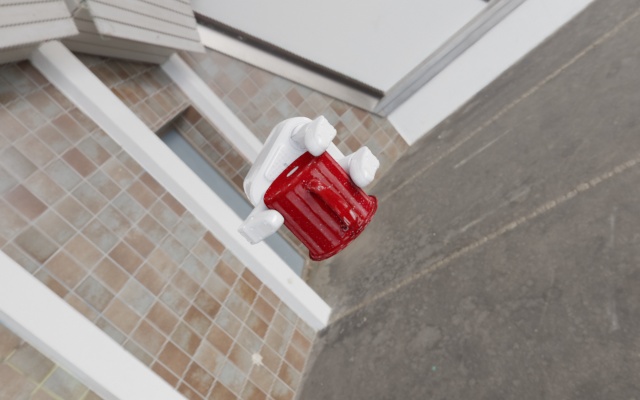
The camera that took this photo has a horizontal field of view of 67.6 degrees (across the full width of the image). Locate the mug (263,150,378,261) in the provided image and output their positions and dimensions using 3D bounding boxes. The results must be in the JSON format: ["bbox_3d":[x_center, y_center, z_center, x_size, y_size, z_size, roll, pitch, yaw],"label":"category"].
[{"bbox_3d":[0.000,0.002,0.469,0.081,0.093,0.117,47,-7,-16],"label":"mug"}]
